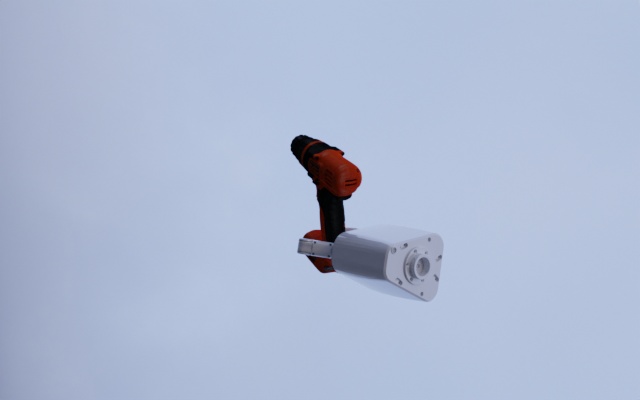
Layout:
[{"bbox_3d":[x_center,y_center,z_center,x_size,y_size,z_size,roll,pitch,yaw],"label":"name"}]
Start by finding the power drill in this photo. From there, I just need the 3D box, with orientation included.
[{"bbox_3d":[0.000,0.003,0.737,0.057,0.188,0.184,-11,27,-21],"label":"power drill"}]
